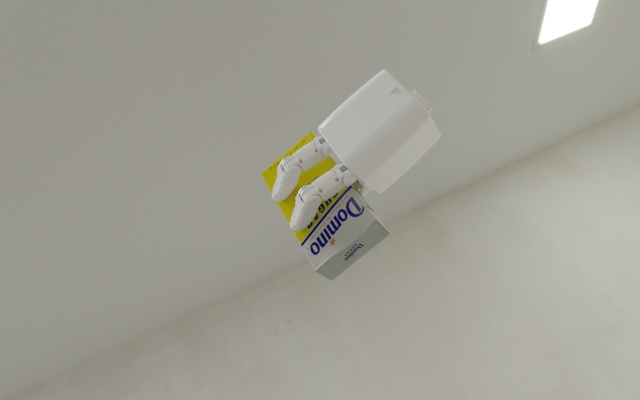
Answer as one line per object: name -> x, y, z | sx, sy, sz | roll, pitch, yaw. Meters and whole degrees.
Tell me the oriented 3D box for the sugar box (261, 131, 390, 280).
sugar box -> 0.000, 0.002, 0.597 | 0.048, 0.093, 0.176 | 39, 13, -49
